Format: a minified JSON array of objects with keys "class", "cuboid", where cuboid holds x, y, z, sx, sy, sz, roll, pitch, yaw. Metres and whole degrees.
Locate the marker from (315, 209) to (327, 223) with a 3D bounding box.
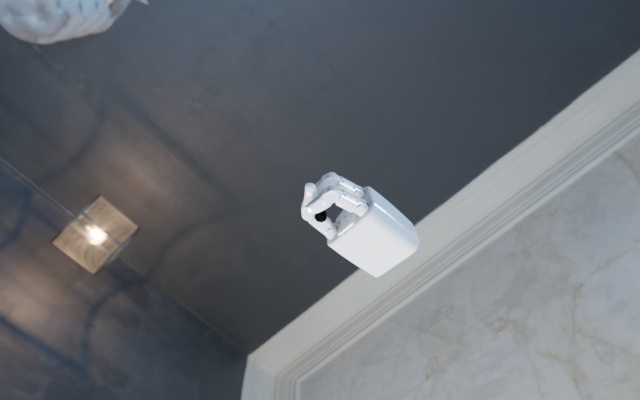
[{"class":"marker","cuboid":[0.000,0.003,0.783,0.020,0.020,0.121,0,25,-1]}]
